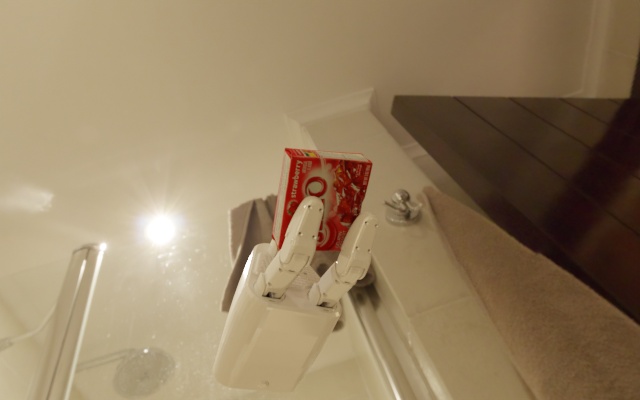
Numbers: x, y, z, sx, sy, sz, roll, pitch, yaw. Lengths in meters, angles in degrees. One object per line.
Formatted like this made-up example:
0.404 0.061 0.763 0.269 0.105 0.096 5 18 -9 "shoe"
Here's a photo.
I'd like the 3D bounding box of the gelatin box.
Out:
0.000 0.001 0.421 0.073 0.089 0.030 3 22 -19 "gelatin box"
